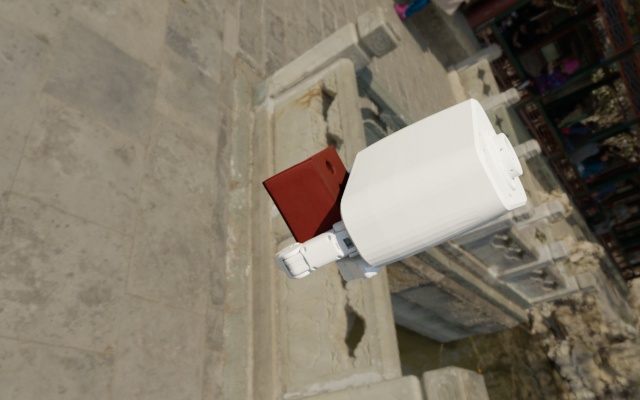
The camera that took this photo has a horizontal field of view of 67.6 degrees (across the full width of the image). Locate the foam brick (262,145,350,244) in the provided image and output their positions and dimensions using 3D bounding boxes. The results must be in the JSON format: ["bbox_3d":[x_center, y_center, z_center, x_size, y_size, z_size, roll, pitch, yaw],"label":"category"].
[{"bbox_3d":[0.000,0.001,0.401,0.051,0.078,0.053,-27,6,29],"label":"foam brick"}]
